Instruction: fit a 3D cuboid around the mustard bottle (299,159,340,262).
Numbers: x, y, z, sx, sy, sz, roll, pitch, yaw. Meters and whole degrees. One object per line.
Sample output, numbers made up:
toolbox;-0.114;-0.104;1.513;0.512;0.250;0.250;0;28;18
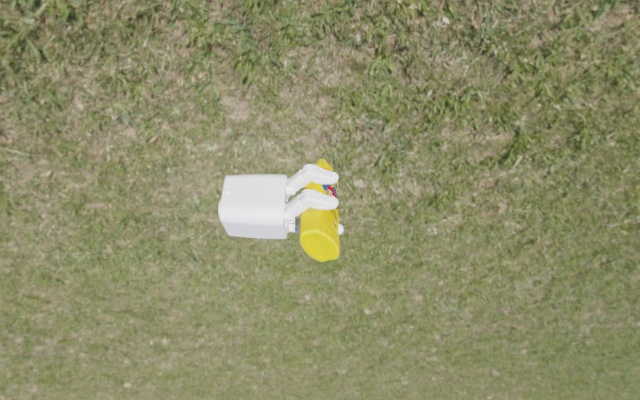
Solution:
mustard bottle;0.000;0.003;0.829;0.058;0.191;0.096;-14;-41;18
